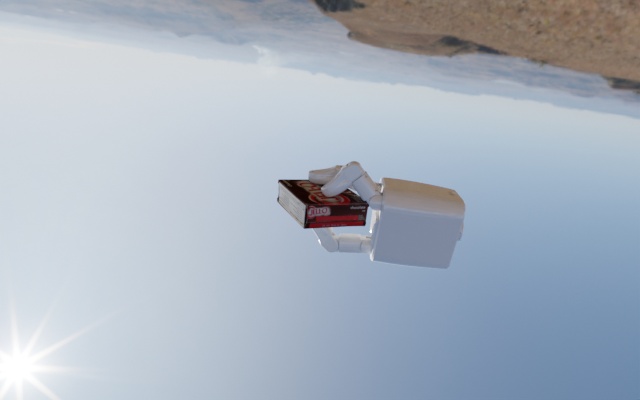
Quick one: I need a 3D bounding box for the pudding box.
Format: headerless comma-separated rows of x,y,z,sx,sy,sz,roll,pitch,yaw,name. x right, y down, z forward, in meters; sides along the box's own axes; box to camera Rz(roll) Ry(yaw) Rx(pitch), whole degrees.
0.000,0.002,0.649,0.090,0.039,0.113,0,16,-25,pudding box
